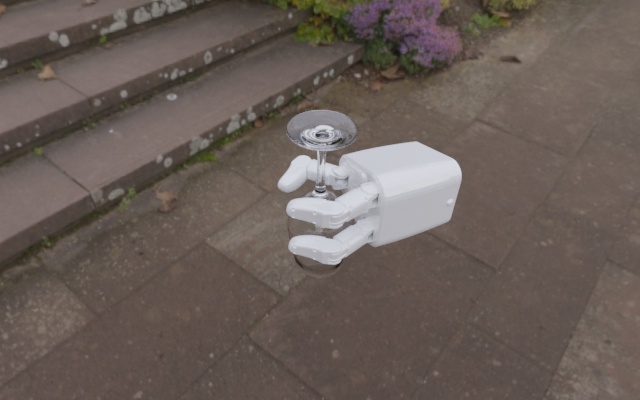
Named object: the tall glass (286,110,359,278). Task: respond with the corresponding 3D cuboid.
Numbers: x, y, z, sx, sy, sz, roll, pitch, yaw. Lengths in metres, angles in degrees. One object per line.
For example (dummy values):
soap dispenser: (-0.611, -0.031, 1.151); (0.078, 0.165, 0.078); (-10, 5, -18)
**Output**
tall glass: (0.000, 0.001, 0.552); (0.079, 0.201, 0.079); (1, 41, -1)
